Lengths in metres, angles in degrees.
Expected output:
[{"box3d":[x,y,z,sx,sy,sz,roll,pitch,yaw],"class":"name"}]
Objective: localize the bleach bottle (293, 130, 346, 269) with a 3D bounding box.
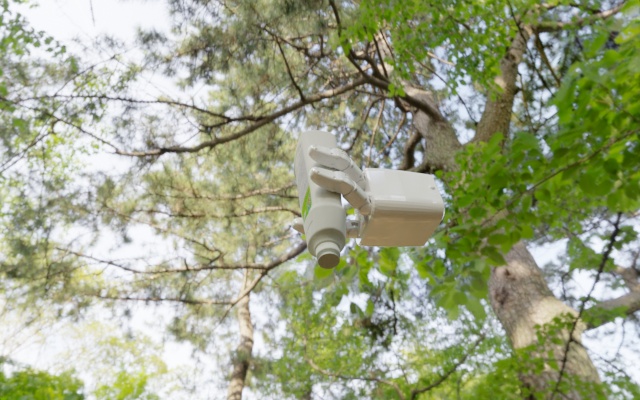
[{"box3d":[0.000,0.002,0.693,0.068,0.103,0.250,4,39,-8],"class":"bleach bottle"}]
